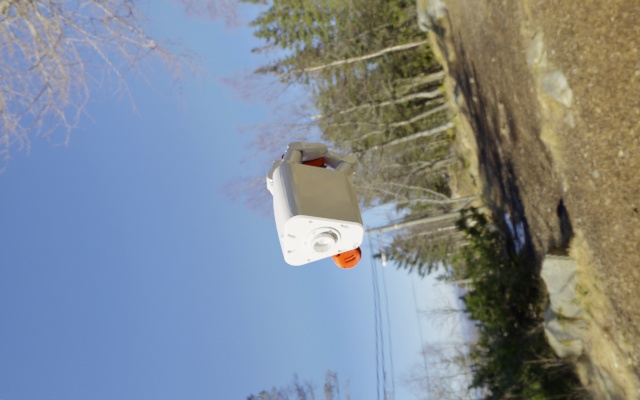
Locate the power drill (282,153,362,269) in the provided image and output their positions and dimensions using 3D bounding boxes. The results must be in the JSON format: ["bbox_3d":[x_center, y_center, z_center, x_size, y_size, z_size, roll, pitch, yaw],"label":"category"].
[{"bbox_3d":[0.000,0.002,0.792,0.057,0.188,0.184,-28,25,-5],"label":"power drill"}]
